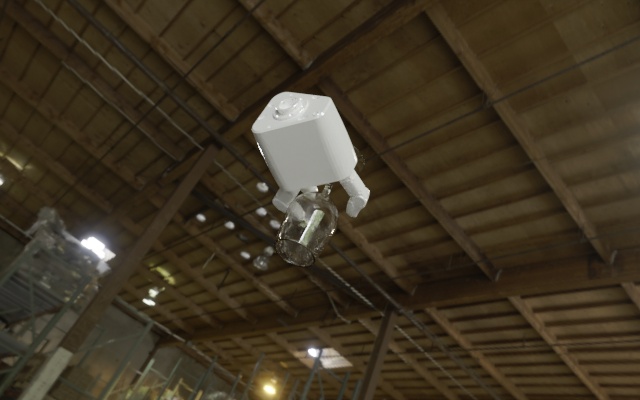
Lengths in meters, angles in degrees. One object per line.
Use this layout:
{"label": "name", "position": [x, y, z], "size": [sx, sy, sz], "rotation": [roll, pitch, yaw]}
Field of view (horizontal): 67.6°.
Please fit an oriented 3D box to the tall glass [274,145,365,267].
{"label": "tall glass", "position": [0.000, 0.002, 0.714], "size": [0.079, 0.201, 0.079], "rotation": [17, -38, 13]}
